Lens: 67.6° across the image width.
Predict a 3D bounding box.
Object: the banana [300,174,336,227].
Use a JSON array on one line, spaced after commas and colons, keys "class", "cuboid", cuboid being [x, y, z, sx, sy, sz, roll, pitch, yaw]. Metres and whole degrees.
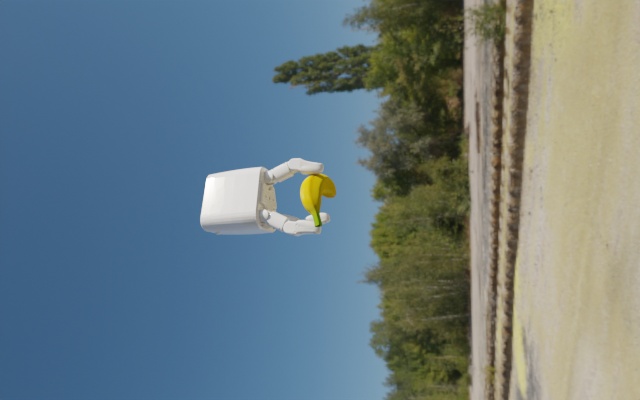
[{"class": "banana", "cuboid": [-0.004, -0.014, 0.829, 0.037, 0.070, 0.197, -9, 14, 13]}]
